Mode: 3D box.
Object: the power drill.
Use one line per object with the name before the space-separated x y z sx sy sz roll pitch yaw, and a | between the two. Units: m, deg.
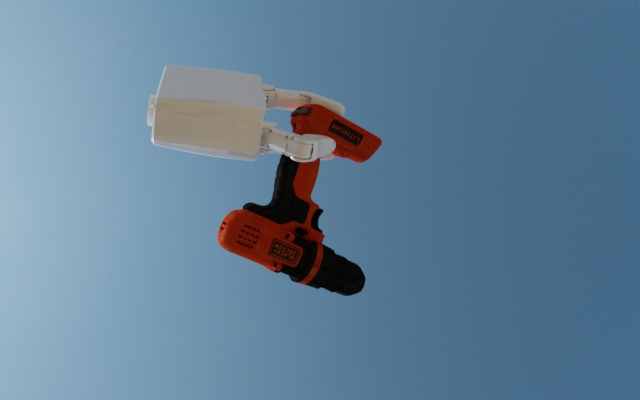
power drill | 0.000 0.001 0.540 0.184 0.187 0.057 26 -9 -25
